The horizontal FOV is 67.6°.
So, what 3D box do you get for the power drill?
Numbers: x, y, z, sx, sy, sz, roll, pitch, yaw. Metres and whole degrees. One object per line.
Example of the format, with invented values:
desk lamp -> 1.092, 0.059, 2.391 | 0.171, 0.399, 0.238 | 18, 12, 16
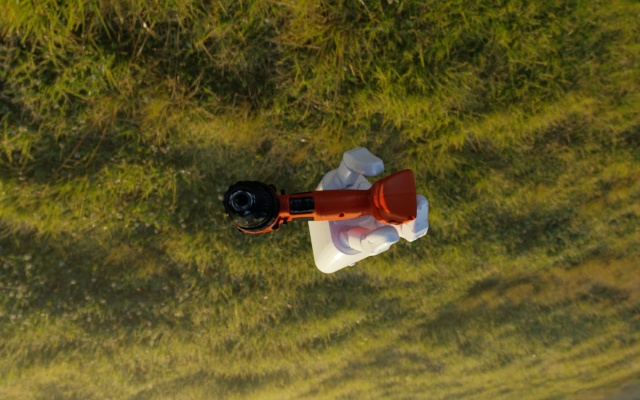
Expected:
power drill -> 0.001, 0.002, 0.497 | 0.187, 0.057, 0.184 | -3, -3, -1
